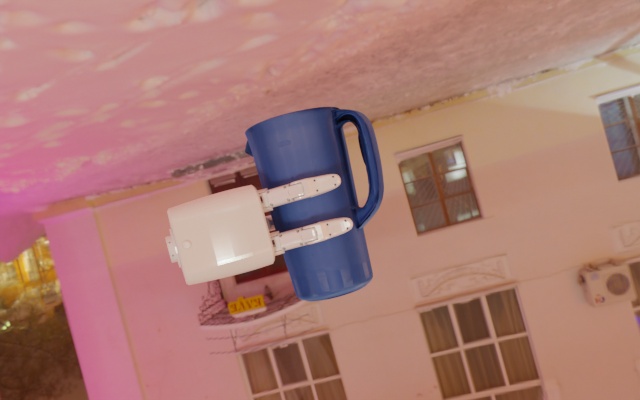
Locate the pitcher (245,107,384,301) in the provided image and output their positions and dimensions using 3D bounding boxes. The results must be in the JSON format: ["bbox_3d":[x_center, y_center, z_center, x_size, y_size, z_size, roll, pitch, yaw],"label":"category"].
[{"bbox_3d":[0.000,0.002,0.638,0.145,0.243,0.149,-15,0,-19],"label":"pitcher"}]
